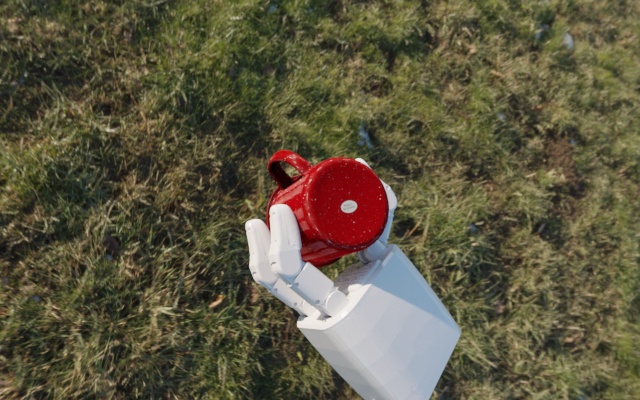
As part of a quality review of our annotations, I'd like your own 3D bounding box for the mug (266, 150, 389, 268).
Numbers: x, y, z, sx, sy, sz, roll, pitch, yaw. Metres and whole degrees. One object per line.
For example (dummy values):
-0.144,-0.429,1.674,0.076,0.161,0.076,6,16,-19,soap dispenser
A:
-0.001,0.000,0.425,0.093,0.117,0.081,-44,7,-26,mug
